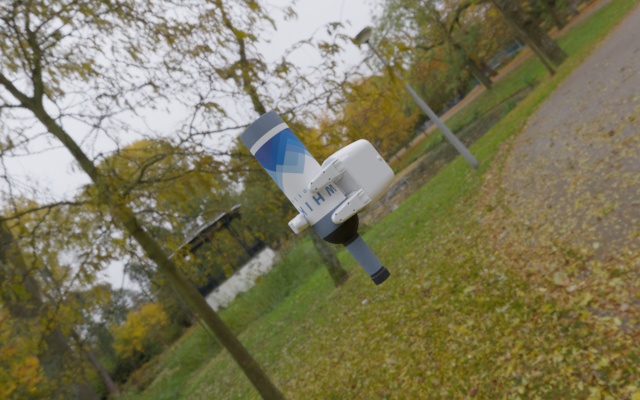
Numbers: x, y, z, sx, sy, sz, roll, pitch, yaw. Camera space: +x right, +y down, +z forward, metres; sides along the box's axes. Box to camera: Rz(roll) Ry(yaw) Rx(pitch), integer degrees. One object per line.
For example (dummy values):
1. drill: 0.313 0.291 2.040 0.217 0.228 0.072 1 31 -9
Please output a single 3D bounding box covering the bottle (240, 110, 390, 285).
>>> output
1. bottle: 0.000 0.002 0.703 0.069 0.295 0.069 -39 0 0
